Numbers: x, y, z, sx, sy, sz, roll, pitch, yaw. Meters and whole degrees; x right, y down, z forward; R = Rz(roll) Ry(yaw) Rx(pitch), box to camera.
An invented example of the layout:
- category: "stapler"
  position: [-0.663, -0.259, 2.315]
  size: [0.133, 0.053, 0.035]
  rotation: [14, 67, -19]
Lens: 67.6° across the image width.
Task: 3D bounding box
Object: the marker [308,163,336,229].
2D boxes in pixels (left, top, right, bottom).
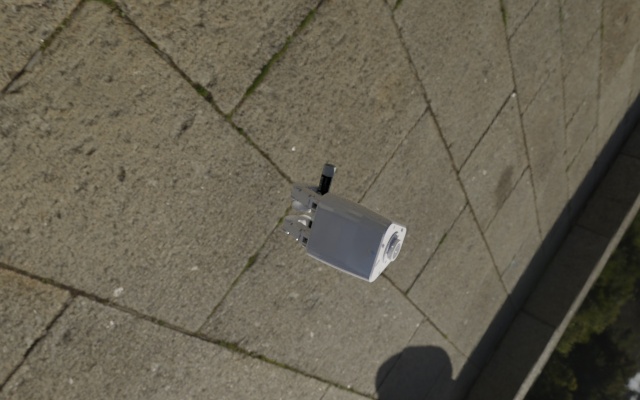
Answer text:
- category: "marker"
  position: [0.000, 0.002, 0.738]
  size: [0.020, 0.121, 0.020]
  rotation: [13, 18, -4]
